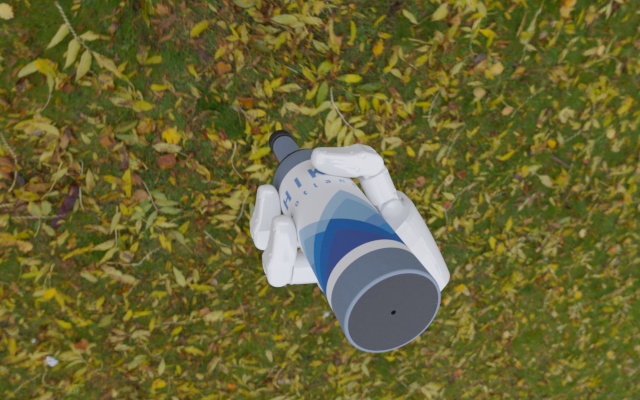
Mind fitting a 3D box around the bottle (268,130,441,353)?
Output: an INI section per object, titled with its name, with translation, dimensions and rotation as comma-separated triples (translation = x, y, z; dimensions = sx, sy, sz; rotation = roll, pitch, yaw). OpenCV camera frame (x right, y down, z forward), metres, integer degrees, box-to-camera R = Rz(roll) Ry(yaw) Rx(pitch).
[bottle]
translation = 0.000, 0.001, 0.418
dimensions = 0.069, 0.069, 0.295
rotation = 0, 28, -21
